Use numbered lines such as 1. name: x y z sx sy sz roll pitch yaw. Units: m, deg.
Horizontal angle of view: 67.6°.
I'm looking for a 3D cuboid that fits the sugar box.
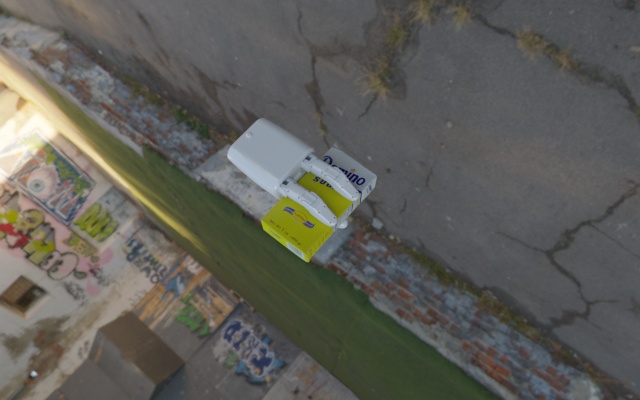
1. sugar box: 0.000 0.002 0.753 0.093 0.176 0.048 36 -19 17
